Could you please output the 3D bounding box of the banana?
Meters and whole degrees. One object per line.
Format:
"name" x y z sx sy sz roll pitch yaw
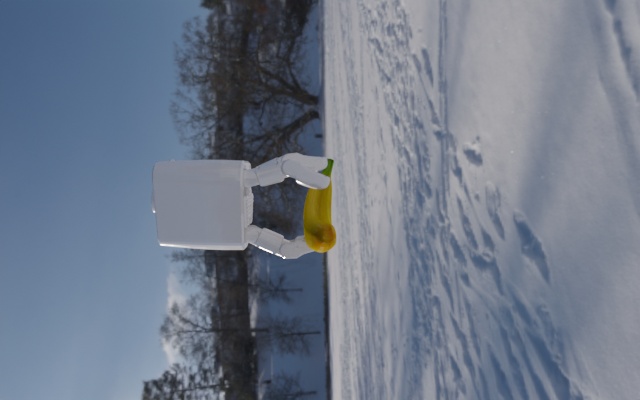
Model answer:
"banana" -0.002 0.017 0.583 0.037 0.070 0.197 5 29 -3
